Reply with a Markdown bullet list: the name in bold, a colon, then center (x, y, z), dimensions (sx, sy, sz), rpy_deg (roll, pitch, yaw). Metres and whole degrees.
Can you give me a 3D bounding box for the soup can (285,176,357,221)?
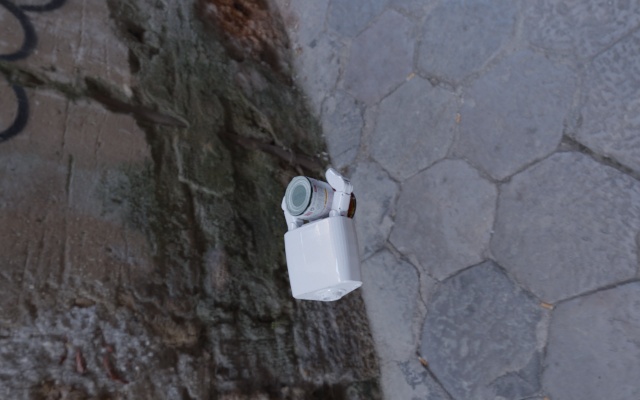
- **soup can**: center (0.000, 0.002, 0.787), dimensions (0.102, 0.068, 0.068), rpy_deg (15, -10, -41)
